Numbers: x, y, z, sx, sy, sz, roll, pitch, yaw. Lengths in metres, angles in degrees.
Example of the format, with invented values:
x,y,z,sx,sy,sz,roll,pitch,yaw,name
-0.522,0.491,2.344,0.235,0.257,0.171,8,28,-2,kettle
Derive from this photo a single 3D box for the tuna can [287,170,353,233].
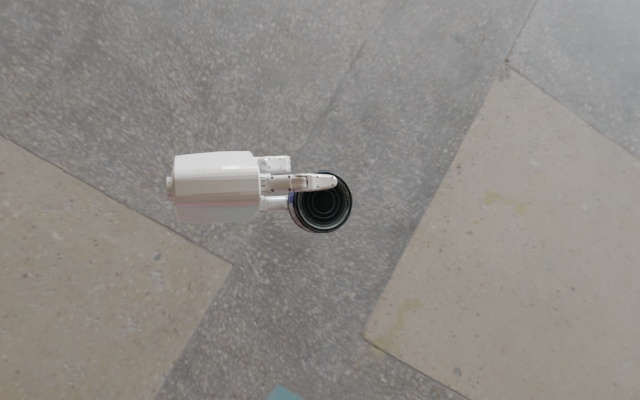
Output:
x,y,z,sx,sy,sz,roll,pitch,yaw,name
0.000,0.002,0.650,0.086,0.086,0.034,0,-3,-18,tuna can
